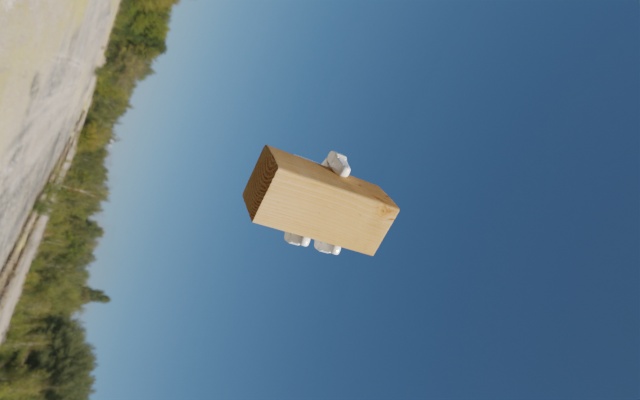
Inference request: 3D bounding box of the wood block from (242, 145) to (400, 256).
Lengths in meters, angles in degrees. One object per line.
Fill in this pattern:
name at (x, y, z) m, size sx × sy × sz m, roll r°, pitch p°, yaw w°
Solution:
wood block at (0.000, 0.002, 0.719) m, size 0.206 × 0.091 × 0.090 m, roll 18°, pitch 20°, yaw -26°
